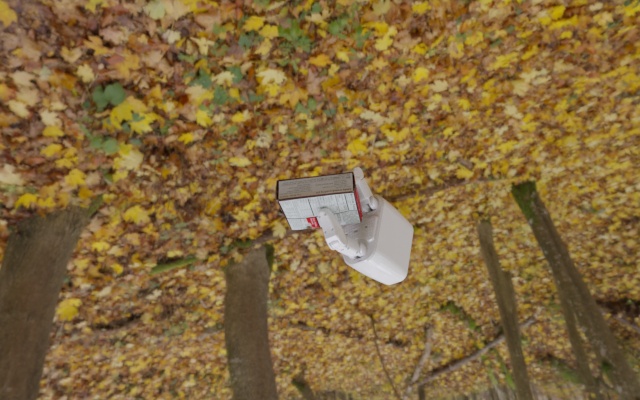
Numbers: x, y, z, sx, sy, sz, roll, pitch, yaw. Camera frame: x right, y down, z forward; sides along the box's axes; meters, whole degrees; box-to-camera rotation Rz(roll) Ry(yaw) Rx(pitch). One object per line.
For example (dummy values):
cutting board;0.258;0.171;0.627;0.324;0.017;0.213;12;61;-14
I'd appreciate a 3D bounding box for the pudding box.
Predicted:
pudding box;0.000;0.002;0.691;0.113;0.039;0.090;-8;-34;7
